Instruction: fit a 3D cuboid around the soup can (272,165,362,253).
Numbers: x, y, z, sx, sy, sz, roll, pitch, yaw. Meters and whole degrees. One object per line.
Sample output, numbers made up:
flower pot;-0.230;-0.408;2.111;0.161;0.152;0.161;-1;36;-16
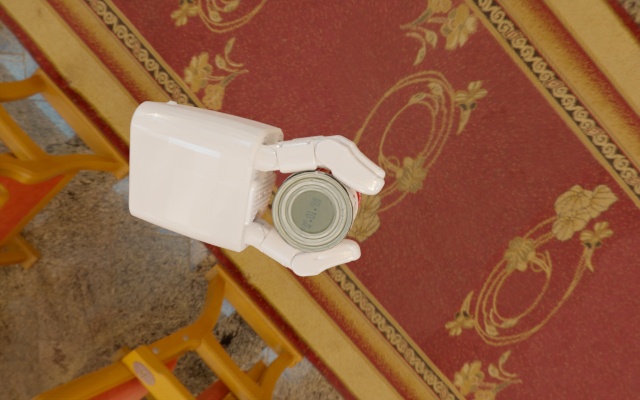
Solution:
soup can;0.000;0.002;0.424;0.068;0.068;0.102;0;9;8
